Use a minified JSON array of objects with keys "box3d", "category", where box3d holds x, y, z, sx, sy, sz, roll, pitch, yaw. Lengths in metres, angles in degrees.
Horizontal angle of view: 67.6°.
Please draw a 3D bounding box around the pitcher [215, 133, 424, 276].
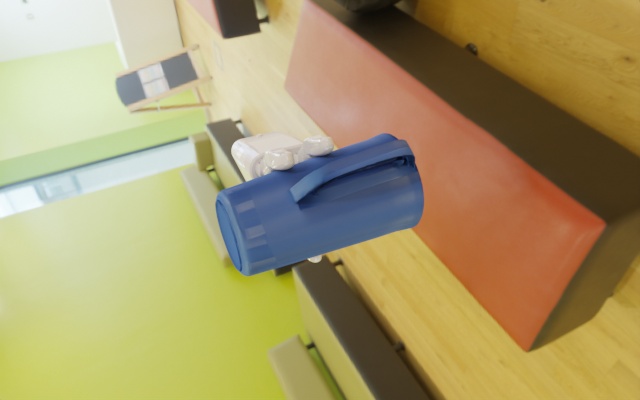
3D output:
[{"box3d":[0.000,0.002,0.597,0.243,0.149,0.145,-18,26,-20],"category":"pitcher"}]
